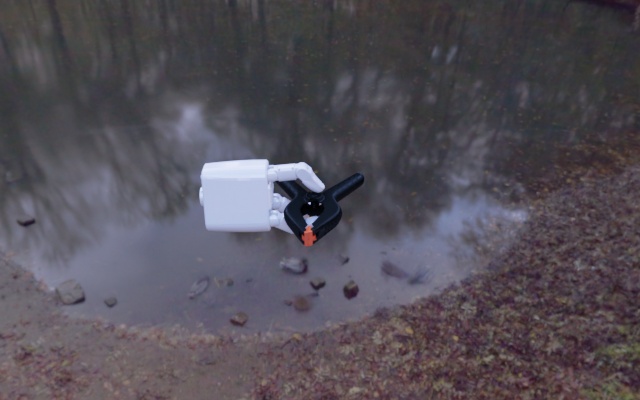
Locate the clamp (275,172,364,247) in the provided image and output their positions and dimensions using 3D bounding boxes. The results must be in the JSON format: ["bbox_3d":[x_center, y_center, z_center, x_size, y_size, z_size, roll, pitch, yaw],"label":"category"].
[{"bbox_3d":[0.000,0.002,0.803,0.164,0.036,0.209,-3,32,-1],"label":"clamp"}]
